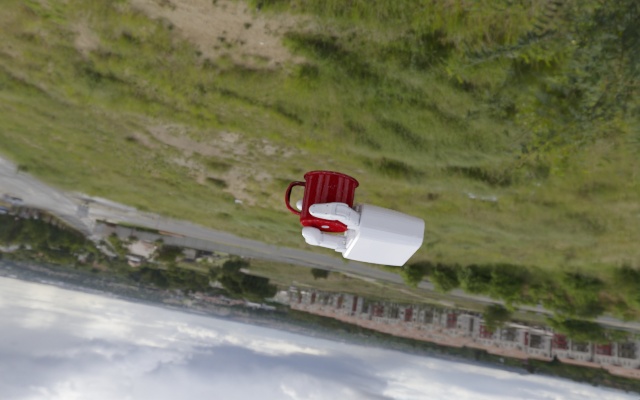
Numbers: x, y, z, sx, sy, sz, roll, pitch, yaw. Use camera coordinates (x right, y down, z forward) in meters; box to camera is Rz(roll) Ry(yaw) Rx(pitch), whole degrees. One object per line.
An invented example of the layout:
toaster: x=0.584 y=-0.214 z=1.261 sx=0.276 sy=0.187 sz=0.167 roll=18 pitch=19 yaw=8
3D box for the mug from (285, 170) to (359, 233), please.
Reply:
mug: x=-0.001 y=0.002 z=0.777 sx=0.117 sy=0.081 sz=0.093 roll=11 pitch=-15 yaw=-7
